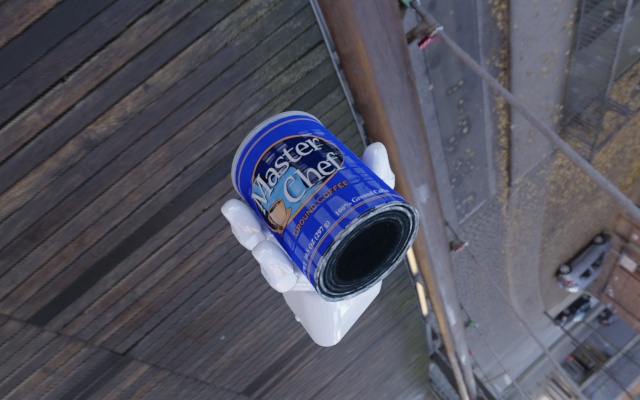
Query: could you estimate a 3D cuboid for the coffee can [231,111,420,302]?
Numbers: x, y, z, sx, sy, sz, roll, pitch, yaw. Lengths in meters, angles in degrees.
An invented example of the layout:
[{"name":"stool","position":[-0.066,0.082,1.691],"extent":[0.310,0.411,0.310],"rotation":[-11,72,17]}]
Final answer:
[{"name":"coffee can","position":[0.000,0.001,0.414],"extent":[0.103,0.103,0.140],"rotation":[0,36,-44]}]
